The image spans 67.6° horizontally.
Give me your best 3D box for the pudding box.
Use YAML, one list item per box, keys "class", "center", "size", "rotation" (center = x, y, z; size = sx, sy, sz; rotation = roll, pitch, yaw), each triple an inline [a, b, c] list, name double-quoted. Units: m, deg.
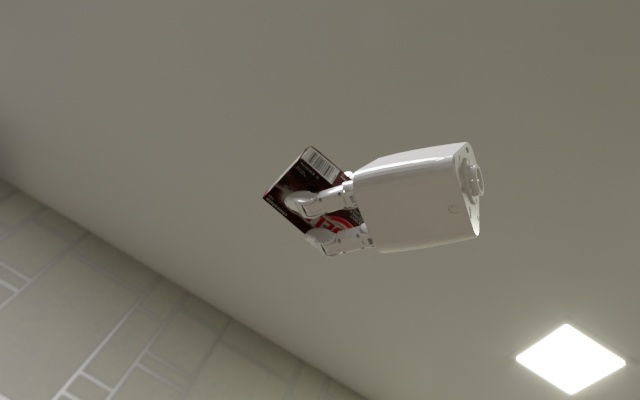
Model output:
- class: "pudding box"
  center: [0.000, 0.002, 0.573]
  size: [0.090, 0.113, 0.039]
  rotation: [-42, 8, 40]
